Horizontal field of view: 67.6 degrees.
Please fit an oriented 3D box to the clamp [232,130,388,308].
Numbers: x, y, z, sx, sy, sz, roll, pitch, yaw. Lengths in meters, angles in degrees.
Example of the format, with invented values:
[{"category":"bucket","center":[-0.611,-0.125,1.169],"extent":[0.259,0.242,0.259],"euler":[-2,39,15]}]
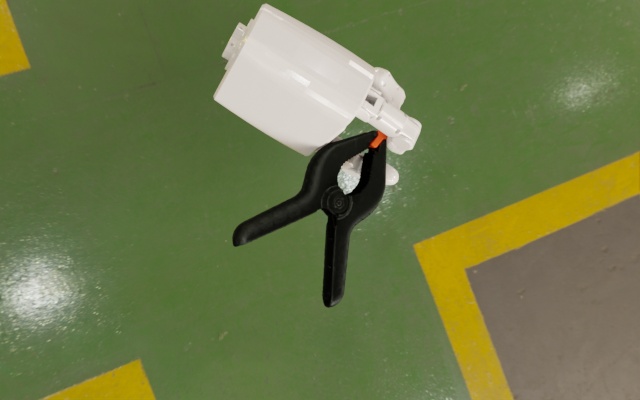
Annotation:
[{"category":"clamp","center":[0.000,0.001,0.441],"extent":[0.120,0.171,0.039],"euler":[29,-10,-26]}]
